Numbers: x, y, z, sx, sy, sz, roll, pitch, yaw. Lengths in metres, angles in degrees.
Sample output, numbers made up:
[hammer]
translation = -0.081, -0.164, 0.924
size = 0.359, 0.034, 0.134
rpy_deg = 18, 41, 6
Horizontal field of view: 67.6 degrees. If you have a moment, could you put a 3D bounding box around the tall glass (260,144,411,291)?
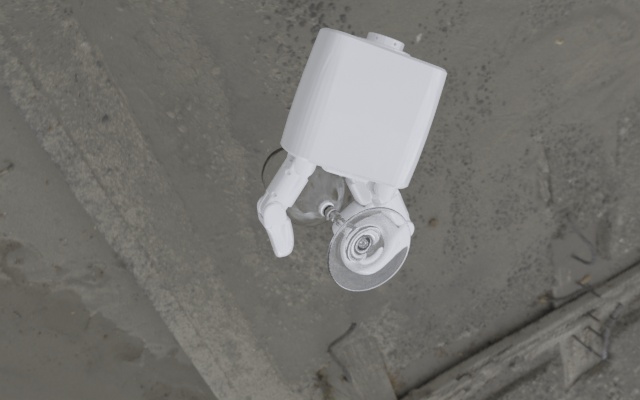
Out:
[tall glass]
translation = 0.000, 0.002, 0.457
size = 0.079, 0.079, 0.201
rpy_deg = 0, 22, -26
